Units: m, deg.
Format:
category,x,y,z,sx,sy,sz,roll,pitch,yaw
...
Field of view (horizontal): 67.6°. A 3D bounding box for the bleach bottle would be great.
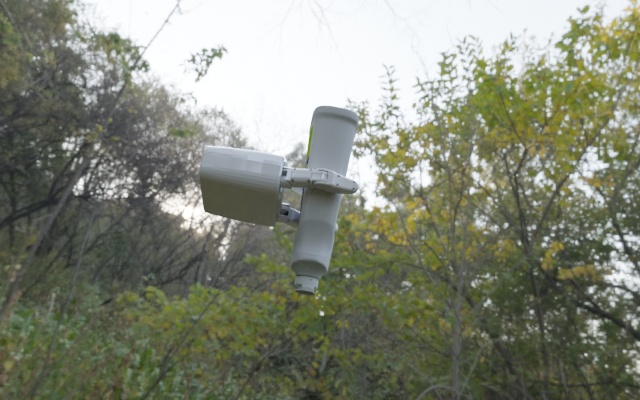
category,x,y,z,sx,sy,sz,roll,pitch,yaw
bleach bottle,0.000,0.002,0.661,0.068,0.250,0.103,10,-20,-2
